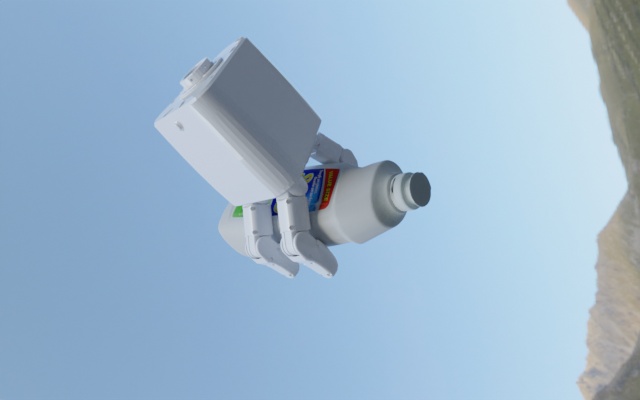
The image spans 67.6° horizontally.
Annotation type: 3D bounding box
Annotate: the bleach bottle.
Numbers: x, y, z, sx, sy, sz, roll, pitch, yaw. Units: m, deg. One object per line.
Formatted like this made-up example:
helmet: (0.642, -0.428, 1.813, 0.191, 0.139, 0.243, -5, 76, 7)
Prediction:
bleach bottle: (0.000, 0.002, 0.472, 0.251, 0.102, 0.068, -11, -51, 48)
